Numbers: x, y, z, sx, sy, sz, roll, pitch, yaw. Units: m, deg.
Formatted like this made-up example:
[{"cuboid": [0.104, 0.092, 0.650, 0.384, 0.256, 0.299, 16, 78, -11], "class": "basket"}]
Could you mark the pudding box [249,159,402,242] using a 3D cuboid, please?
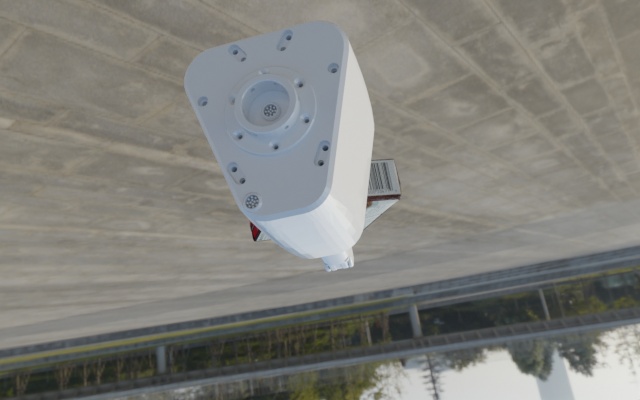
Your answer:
[{"cuboid": [0.000, 0.001, 0.410, 0.113, 0.039, 0.090, -3, -20, -19], "class": "pudding box"}]
